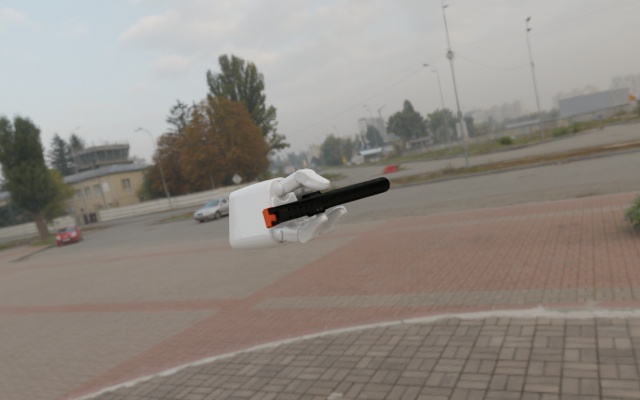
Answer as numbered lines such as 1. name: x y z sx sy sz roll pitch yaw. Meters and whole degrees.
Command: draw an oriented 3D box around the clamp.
1. clamp: -0.001 0.002 0.744 0.164 0.036 0.210 -16 1 38
